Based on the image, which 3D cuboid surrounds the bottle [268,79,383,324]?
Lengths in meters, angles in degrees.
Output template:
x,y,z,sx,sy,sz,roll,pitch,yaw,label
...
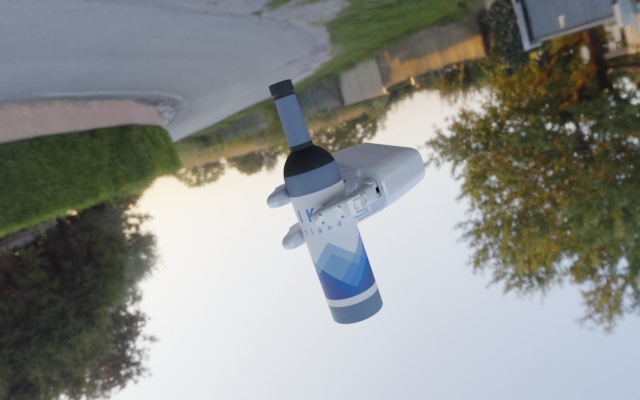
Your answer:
x,y,z,sx,sy,sz,roll,pitch,yaw,label
0.000,0.002,0.574,0.069,0.296,0.069,-18,11,4,bottle
